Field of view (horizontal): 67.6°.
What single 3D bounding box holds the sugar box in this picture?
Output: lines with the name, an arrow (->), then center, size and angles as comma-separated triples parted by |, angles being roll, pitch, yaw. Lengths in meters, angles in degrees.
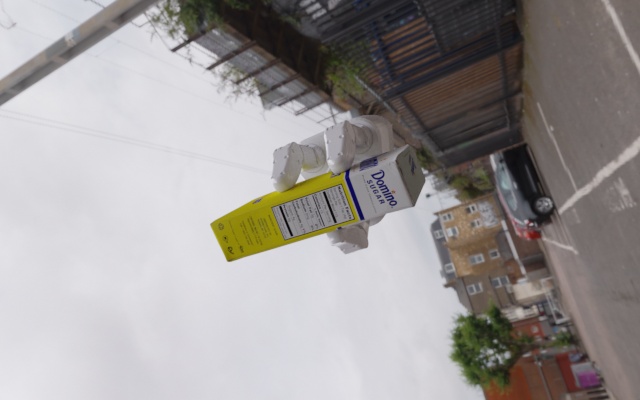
sugar box -> 0.000, 0.001, 0.427 | 0.176, 0.048, 0.093 | -21, 7, 21
